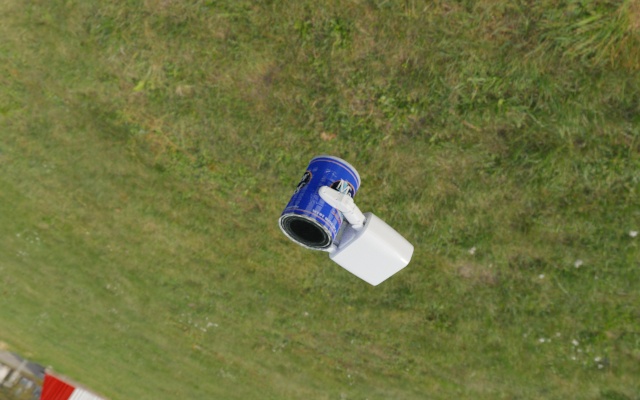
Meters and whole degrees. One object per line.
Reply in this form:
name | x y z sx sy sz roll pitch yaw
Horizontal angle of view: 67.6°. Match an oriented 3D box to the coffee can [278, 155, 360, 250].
coffee can | 0.000 0.003 0.856 0.103 0.140 0.103 18 -33 13
